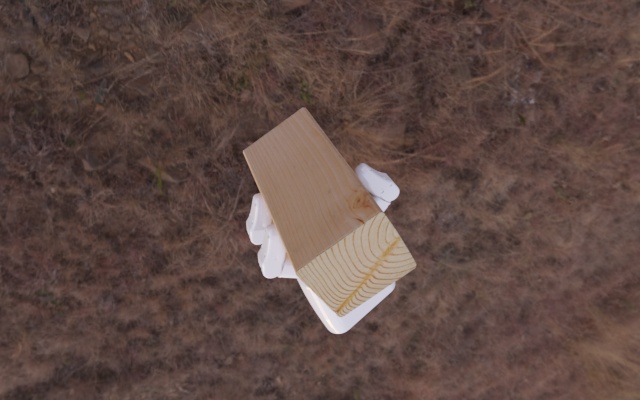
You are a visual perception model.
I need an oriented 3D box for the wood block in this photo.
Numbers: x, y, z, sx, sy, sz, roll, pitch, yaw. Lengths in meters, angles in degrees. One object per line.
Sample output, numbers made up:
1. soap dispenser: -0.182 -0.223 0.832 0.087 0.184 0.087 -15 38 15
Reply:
1. wood block: 0.001 0.002 0.494 0.091 0.090 0.206 -35 41 3
